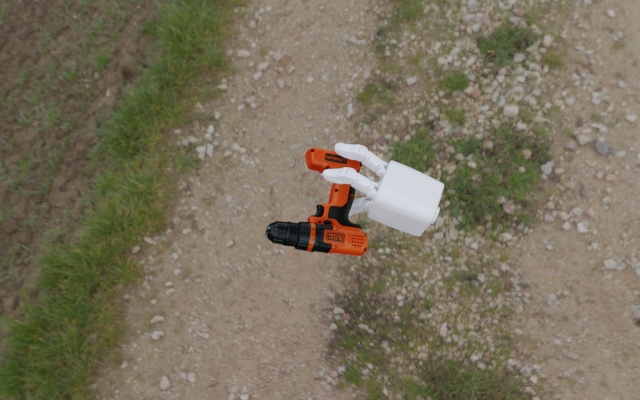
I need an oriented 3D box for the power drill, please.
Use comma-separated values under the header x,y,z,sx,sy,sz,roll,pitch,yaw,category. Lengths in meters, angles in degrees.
x,y,z,sx,sy,sz,roll,pitch,yaw,category
0.000,0.002,0.866,0.184,0.187,0.057,10,-16,-14,power drill
